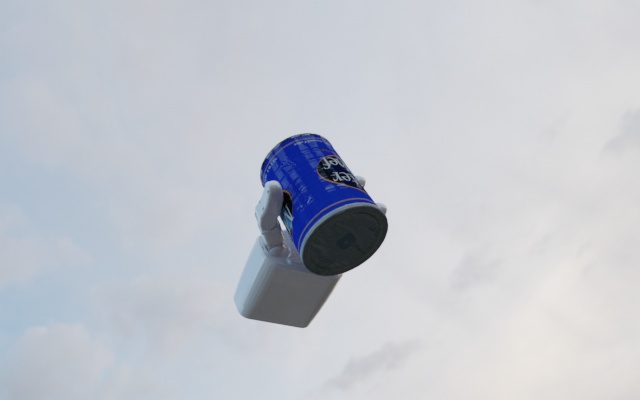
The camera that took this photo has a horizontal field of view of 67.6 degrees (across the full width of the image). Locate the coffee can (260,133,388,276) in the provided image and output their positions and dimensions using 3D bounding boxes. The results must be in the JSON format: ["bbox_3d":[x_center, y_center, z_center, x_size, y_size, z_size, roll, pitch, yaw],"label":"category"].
[{"bbox_3d":[0.000,0.002,0.556,0.103,0.103,0.140,0,39,-31],"label":"coffee can"}]
